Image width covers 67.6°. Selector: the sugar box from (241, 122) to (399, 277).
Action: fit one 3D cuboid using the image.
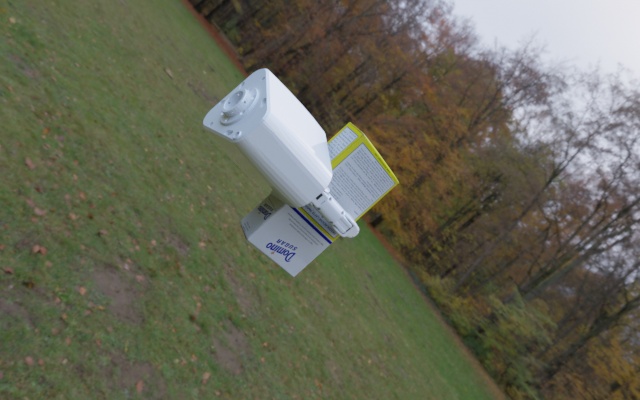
[{"bbox_3d":[0.000,0.001,0.567,0.093,0.176,0.048,46,6,-37],"label":"sugar box"}]
